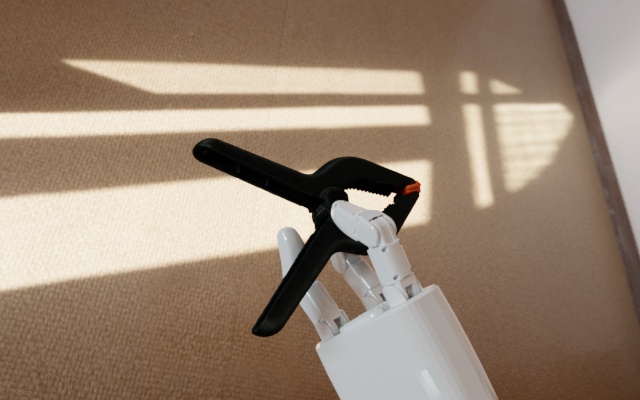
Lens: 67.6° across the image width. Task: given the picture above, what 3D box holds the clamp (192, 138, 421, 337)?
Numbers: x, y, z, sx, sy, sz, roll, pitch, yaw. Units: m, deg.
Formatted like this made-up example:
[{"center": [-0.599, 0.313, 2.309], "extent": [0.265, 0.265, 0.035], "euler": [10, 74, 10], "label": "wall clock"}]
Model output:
[{"center": [0.001, 0.001, 0.418], "extent": [0.210, 0.164, 0.036], "euler": [-20, -12, -33], "label": "clamp"}]
